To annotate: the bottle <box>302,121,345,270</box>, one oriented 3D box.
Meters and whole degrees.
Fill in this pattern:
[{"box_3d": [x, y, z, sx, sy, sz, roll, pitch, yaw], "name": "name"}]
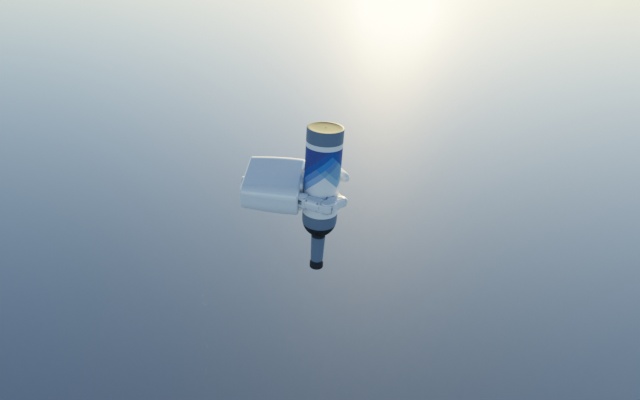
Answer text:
[{"box_3d": [0.000, 0.003, 0.898, 0.069, 0.296, 0.069, 3, 28, -2], "name": "bottle"}]
